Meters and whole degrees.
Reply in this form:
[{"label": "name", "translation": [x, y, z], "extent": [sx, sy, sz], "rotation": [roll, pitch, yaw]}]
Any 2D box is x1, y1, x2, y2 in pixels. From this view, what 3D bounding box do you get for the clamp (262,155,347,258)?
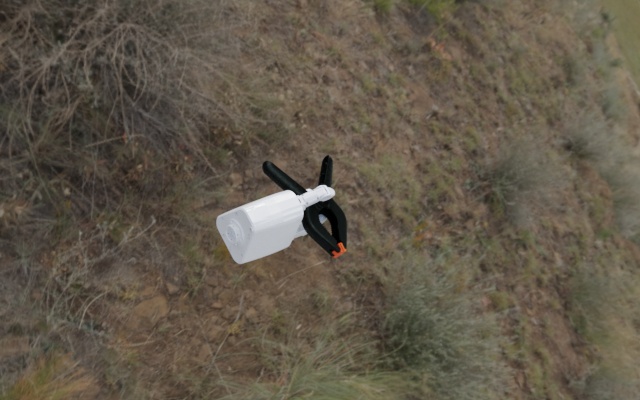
[{"label": "clamp", "translation": [0.001, 0.003, 0.892], "extent": [0.164, 0.210, 0.036], "rotation": [-19, -15, -42]}]
